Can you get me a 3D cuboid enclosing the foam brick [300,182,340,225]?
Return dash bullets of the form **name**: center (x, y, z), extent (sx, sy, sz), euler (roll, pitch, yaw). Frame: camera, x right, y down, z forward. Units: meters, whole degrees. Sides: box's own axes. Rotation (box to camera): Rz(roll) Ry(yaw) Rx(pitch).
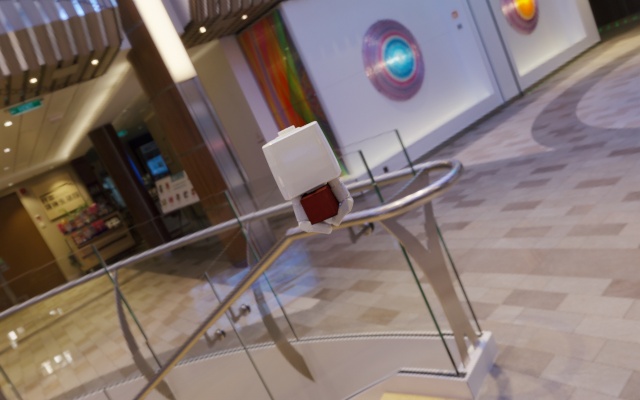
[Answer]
- **foam brick**: center (0.000, 0.003, 0.865), extent (0.053, 0.051, 0.078), euler (-24, 11, 10)
